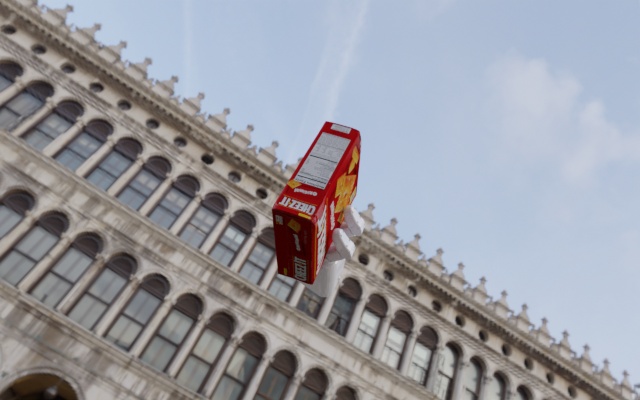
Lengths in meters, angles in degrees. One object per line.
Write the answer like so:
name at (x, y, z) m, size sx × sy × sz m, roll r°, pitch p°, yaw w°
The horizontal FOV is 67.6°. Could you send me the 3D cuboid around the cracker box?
cracker box at (0.000, 0.002, 0.777) m, size 0.072 × 0.213 × 0.164 m, roll 16°, pitch -40°, yaw 14°
